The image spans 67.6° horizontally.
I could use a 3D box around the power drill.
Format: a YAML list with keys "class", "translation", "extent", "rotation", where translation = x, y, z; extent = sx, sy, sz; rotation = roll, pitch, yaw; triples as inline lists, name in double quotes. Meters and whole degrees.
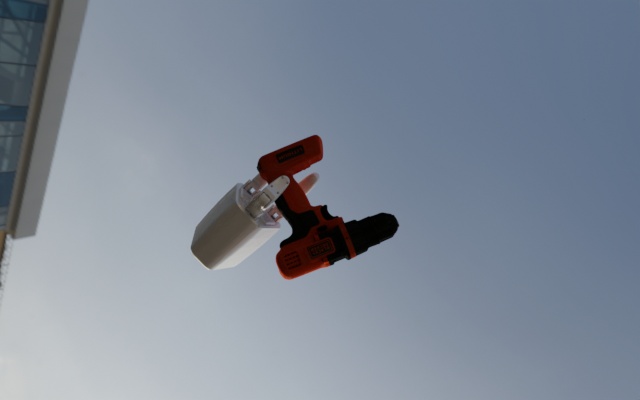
- class: "power drill"
  translation: [0.000, 0.002, 0.699]
  extent: [0.184, 0.187, 0.057]
  rotation: [-21, -15, -4]
